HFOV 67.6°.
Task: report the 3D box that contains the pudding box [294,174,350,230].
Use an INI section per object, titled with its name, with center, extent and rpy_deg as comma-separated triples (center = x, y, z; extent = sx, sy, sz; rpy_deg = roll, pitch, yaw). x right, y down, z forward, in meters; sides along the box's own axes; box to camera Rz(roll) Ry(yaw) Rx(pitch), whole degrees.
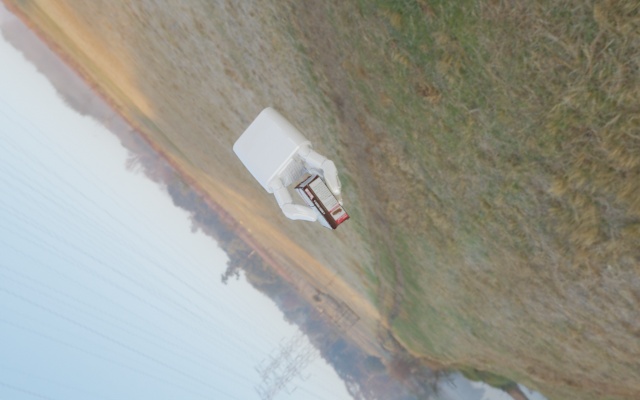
[pudding box]
center = 0.000, 0.003, 0.814
extent = 0.039, 0.090, 0.113
rpy_deg = -39, 7, -5
